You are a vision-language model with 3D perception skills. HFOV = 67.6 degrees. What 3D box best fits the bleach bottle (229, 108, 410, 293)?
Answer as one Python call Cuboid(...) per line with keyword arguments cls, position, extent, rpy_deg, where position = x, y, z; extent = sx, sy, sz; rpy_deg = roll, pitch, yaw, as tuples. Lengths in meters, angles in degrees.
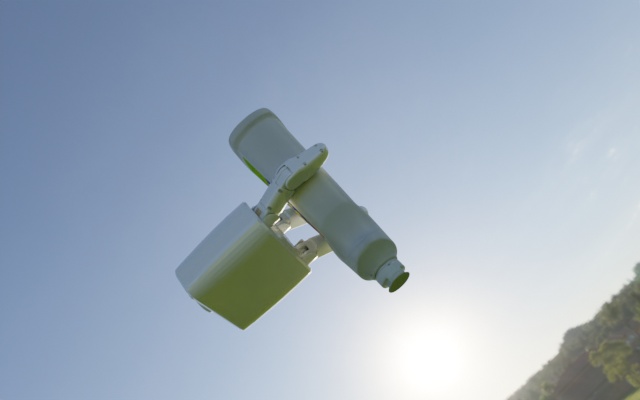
Cuboid(cls="bleach bottle", position=(0.000, 0.002, 0.528), extent=(0.250, 0.068, 0.103), rpy_deg=(45, -4, 32))
